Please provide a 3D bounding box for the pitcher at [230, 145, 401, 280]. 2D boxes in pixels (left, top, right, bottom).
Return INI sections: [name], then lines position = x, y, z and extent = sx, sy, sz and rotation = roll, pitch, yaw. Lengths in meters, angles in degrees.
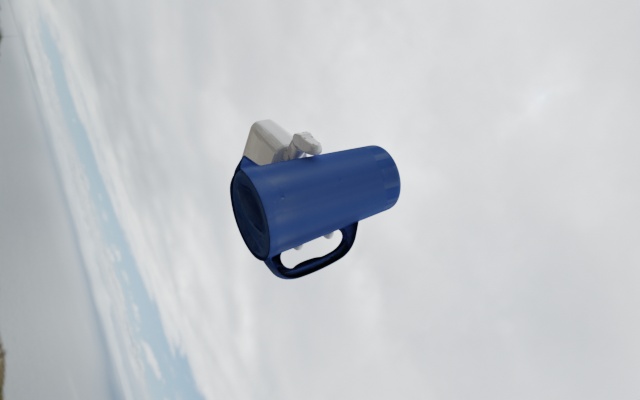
[pitcher]
position = 0.000, 0.002, 0.715
extent = 0.243, 0.149, 0.145
rotation = -16, 40, -27
